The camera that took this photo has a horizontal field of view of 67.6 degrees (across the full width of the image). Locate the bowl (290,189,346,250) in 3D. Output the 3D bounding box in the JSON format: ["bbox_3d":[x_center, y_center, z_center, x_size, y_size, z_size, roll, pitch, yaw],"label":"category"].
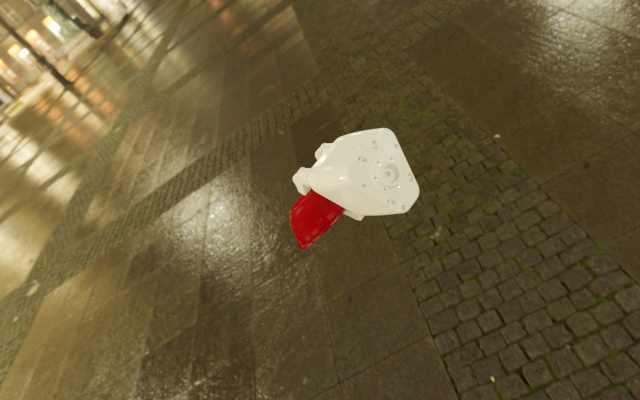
[{"bbox_3d":[-0.001,0.003,0.786,0.055,0.162,0.162,42,-6,-7],"label":"bowl"}]
